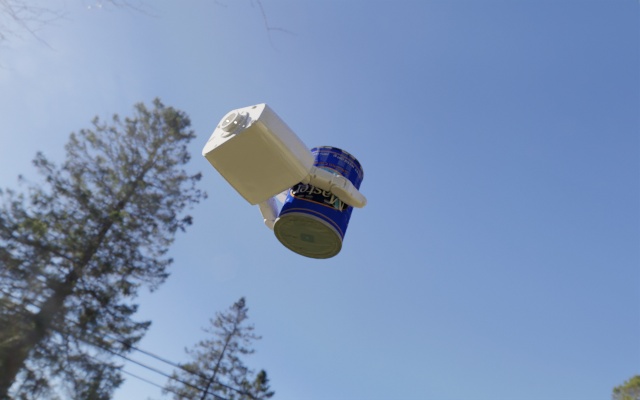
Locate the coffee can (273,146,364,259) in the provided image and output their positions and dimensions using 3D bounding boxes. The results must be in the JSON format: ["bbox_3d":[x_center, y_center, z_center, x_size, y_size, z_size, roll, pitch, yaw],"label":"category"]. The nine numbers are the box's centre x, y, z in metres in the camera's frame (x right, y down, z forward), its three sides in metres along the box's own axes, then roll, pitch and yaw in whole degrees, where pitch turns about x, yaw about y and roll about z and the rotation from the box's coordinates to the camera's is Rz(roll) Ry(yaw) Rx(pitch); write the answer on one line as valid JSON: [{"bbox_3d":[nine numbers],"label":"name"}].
[{"bbox_3d":[0.000,0.003,0.721,0.103,0.140,0.103,13,-37,10],"label":"coffee can"}]
